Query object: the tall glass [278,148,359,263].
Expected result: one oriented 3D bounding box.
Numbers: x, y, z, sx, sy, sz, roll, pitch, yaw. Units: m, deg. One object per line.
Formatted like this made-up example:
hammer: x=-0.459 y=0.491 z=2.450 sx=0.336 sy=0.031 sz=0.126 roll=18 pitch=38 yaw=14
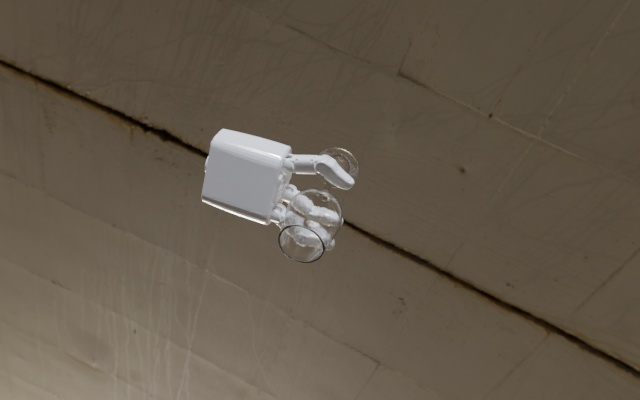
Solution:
tall glass: x=0.000 y=0.002 z=0.687 sx=0.079 sy=0.079 sz=0.201 roll=0 pitch=33 yaw=17
